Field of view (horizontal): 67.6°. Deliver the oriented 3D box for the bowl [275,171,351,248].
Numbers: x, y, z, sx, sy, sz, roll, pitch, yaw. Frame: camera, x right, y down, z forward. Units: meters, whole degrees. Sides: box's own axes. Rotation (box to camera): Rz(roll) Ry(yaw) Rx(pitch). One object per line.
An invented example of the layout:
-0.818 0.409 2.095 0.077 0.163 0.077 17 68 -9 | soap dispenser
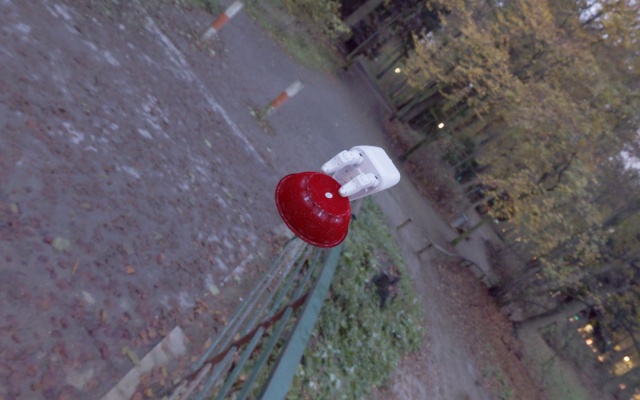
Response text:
0.000 0.003 0.860 0.162 0.162 0.055 0 -32 -41 | bowl
